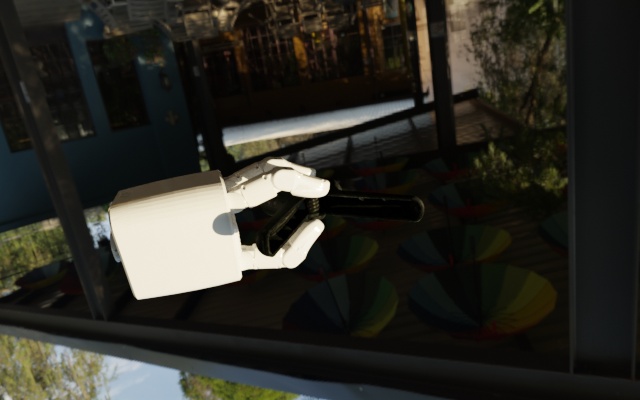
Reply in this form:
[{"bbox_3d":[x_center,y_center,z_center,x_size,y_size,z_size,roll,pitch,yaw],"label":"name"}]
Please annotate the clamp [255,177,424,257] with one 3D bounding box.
[{"bbox_3d":[0.000,0.002,0.514,0.164,0.036,0.210,-9,16,-13],"label":"clamp"}]
